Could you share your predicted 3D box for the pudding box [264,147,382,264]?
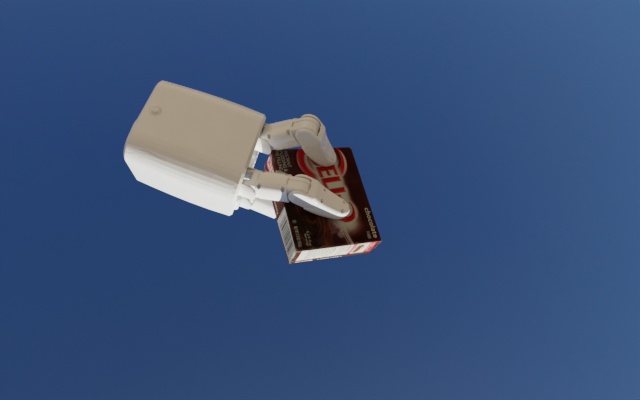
[{"bbox_3d":[0.000,0.002,0.476,0.090,0.113,0.039,-5,-24,-23],"label":"pudding box"}]
